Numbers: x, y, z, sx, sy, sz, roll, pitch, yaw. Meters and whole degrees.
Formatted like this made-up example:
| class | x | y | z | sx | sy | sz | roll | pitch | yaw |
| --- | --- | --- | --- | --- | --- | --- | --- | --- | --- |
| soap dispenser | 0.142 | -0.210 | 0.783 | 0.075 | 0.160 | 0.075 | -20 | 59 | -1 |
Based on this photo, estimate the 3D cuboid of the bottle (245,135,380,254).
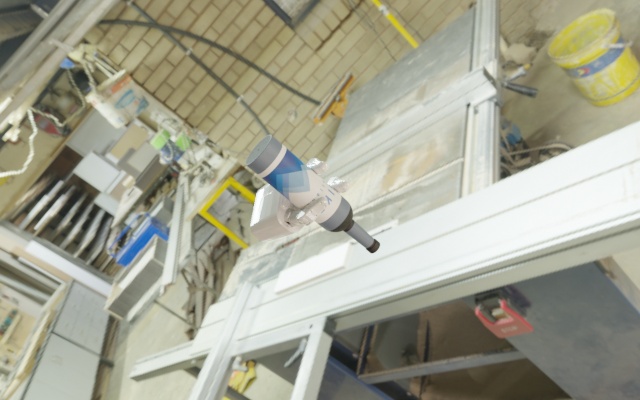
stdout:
| class | x | y | z | sx | sy | sz | roll | pitch | yaw |
| --- | --- | --- | --- | --- | --- | --- | --- | --- | --- |
| bottle | 0.000 | 0.003 | 0.853 | 0.296 | 0.069 | 0.069 | 40 | -18 | -23 |
